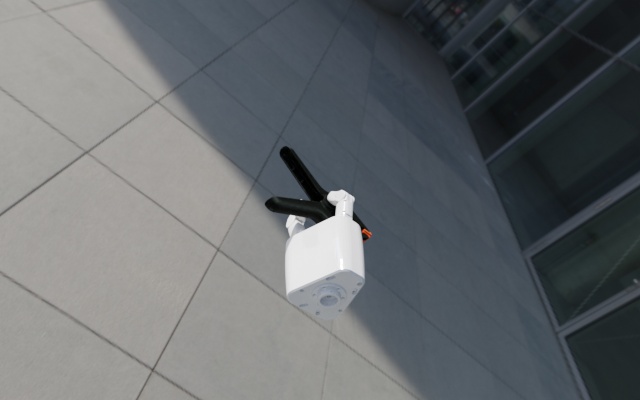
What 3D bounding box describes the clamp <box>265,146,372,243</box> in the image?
[{"bbox_3d":[0.001,0.003,0.800,0.210,0.164,0.036,33,-56,-26],"label":"clamp"}]
